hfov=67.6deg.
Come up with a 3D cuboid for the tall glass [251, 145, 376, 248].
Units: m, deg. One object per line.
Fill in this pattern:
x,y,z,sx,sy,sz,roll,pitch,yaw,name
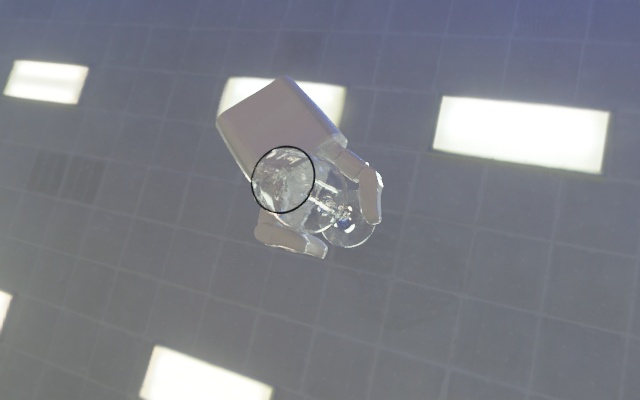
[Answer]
0.000,0.002,0.505,0.079,0.079,0.201,0,-12,20,tall glass
